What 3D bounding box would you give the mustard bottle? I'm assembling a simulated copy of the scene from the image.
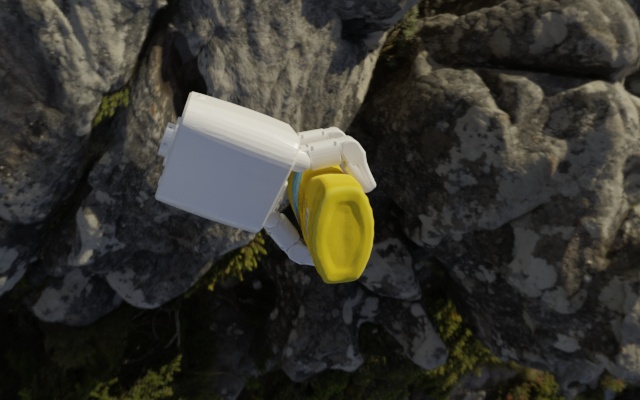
[{"bbox_3d":[0.000,0.002,0.501,0.058,0.096,0.191,-6,20,-11],"label":"mustard bottle"}]
